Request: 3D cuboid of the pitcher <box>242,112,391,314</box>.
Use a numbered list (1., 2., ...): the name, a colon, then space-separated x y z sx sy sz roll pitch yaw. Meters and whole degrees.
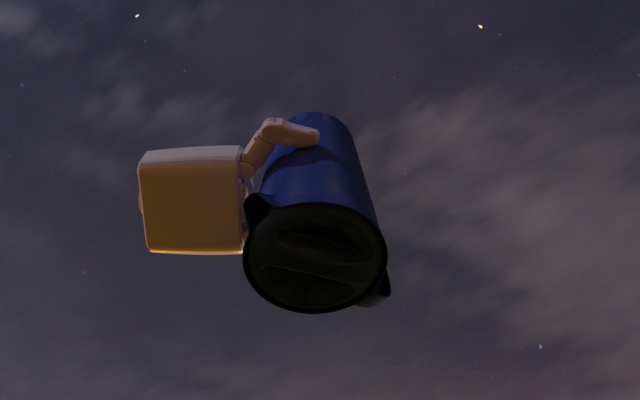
1. pitcher: 0.000 0.002 0.534 0.145 0.149 0.242 -1 33 0
